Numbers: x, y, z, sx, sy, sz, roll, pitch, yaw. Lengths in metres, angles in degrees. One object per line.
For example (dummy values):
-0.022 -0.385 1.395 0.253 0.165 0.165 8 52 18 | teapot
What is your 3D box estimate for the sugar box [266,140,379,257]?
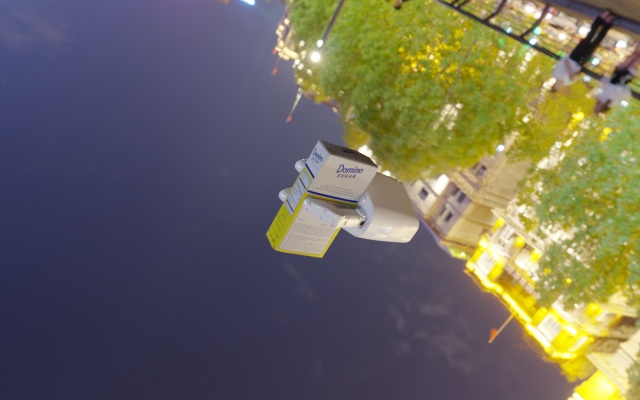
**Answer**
0.000 0.002 0.703 0.093 0.176 0.048 13 28 -35 | sugar box
